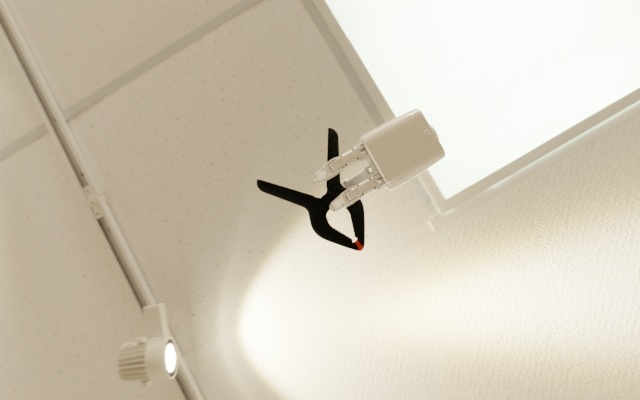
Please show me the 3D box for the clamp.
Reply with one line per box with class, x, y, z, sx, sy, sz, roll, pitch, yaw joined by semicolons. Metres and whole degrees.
clamp;0.001;0.003;0.814;0.164;0.210;0.036;-29;-7;3
